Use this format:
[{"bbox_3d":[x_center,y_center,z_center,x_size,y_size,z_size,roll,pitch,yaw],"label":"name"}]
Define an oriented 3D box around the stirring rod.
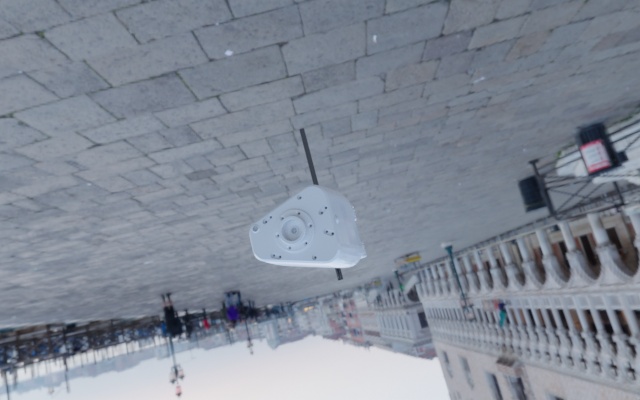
[{"bbox_3d":[0.000,0.002,0.724,0.011,0.239,0.011,-14,-12,-3],"label":"stirring rod"}]
